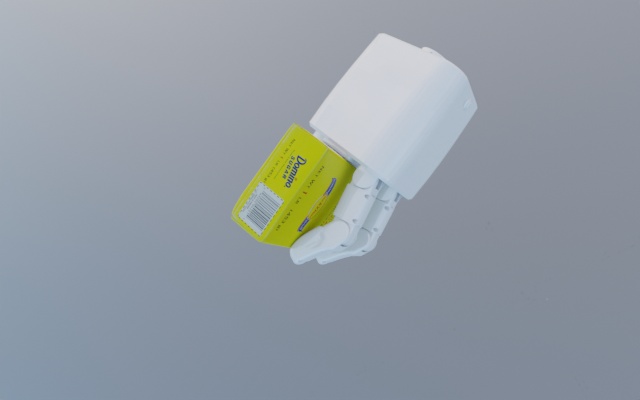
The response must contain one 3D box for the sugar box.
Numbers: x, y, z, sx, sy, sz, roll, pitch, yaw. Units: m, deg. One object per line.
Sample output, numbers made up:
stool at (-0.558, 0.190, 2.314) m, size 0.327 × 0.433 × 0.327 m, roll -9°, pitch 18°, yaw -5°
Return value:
sugar box at (0.000, 0.002, 0.447) m, size 0.048 × 0.093 × 0.176 m, roll 40°, pitch 7°, yaw 26°
